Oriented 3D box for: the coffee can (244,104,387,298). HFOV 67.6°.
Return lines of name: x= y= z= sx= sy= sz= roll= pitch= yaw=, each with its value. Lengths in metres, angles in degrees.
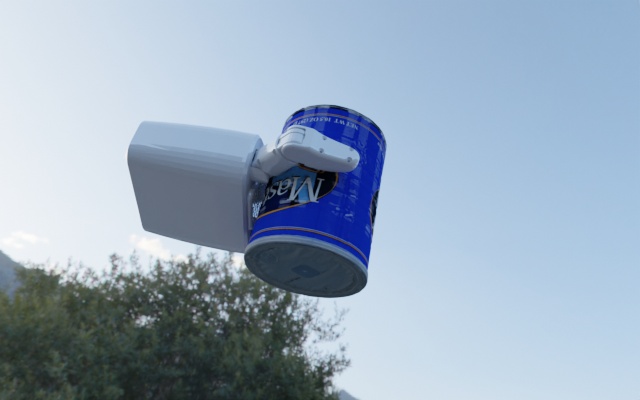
coffee can: x=0.000 y=0.002 z=0.424 sx=0.103 sy=0.140 sz=0.103 roll=9 pitch=-32 yaw=6
